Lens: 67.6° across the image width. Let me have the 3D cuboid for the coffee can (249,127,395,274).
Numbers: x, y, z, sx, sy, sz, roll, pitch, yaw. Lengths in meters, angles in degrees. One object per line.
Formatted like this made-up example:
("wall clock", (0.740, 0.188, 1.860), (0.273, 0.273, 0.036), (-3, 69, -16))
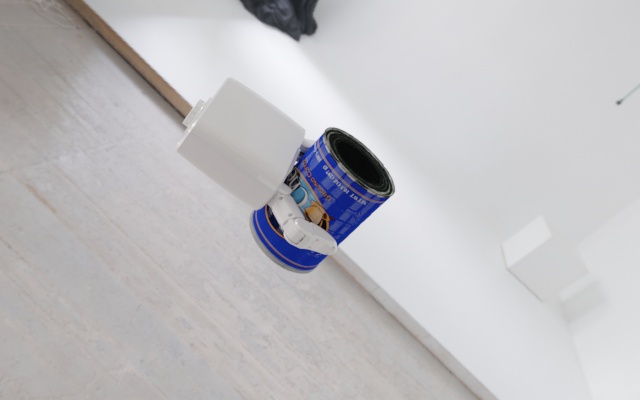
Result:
("coffee can", (0.000, 0.002, 0.545), (0.140, 0.102, 0.103), (-46, -24, 26))
